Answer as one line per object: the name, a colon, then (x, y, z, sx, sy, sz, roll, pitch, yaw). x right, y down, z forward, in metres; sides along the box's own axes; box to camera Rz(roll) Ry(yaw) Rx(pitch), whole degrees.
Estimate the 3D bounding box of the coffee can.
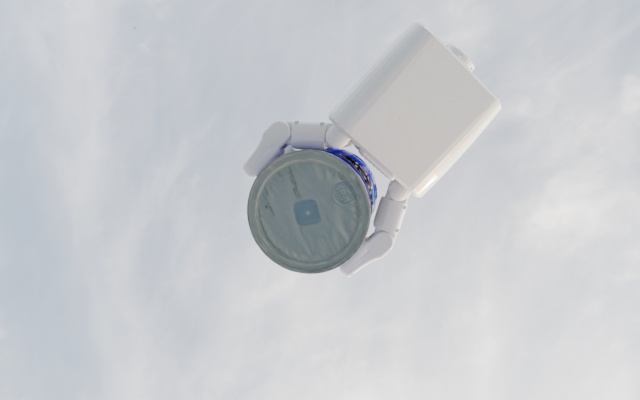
coffee can: (0.000, 0.002, 0.455, 0.103, 0.103, 0.140, 0, 7, 9)
